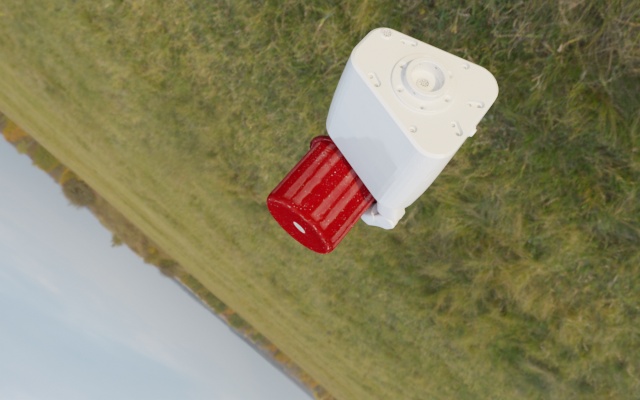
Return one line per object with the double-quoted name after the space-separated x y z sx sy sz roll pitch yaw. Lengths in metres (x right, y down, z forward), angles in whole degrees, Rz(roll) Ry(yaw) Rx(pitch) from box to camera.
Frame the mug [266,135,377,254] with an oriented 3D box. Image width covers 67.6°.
0.000 0.002 0.481 0.093 0.081 0.117 39 -20 6 "mug"
